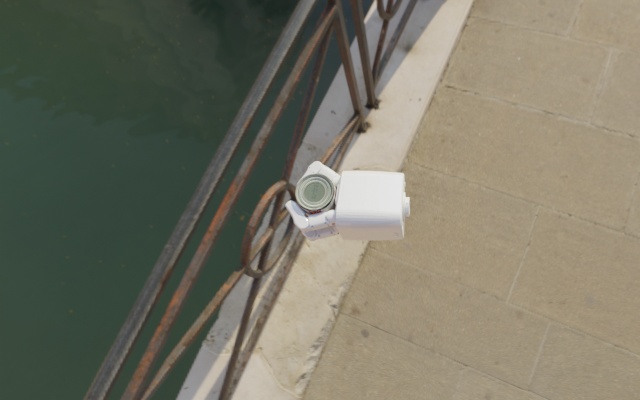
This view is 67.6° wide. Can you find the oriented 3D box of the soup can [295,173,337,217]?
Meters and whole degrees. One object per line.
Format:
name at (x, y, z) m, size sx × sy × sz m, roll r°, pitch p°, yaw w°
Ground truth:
soup can at (0.000, 0.002, 0.824) m, size 0.068 × 0.068 × 0.102 m, roll 0°, pitch -20°, yaw 12°
